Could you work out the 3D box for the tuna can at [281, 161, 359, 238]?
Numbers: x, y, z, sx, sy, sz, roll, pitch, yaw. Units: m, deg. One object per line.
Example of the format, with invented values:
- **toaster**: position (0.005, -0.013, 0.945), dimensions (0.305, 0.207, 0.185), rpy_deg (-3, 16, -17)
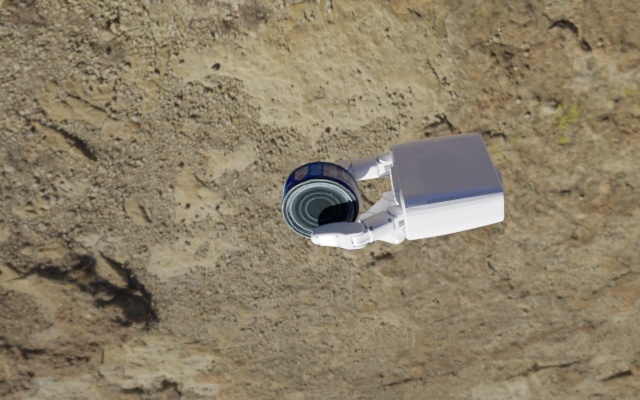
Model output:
- **tuna can**: position (0.000, 0.002, 0.525), dimensions (0.086, 0.086, 0.033), rpy_deg (0, 37, 2)
